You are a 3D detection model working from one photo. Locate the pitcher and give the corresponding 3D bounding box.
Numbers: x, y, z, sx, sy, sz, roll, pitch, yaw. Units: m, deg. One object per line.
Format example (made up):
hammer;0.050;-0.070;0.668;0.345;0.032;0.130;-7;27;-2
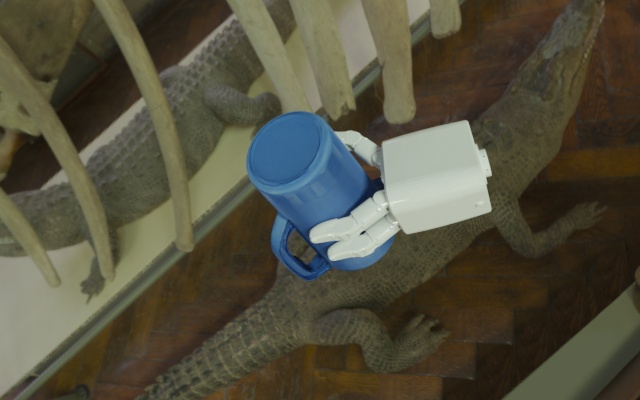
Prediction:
pitcher;0.000;0.002;0.622;0.145;0.149;0.243;-12;-30;19
